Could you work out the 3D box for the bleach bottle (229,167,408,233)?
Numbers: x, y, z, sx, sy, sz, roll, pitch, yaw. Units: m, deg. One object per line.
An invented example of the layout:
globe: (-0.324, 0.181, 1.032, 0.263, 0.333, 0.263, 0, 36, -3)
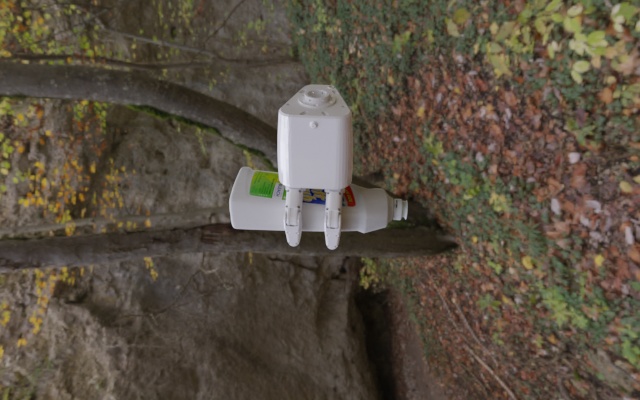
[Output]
bleach bottle: (0.000, 0.002, 0.705, 0.251, 0.068, 0.102, 3, 36, 3)
